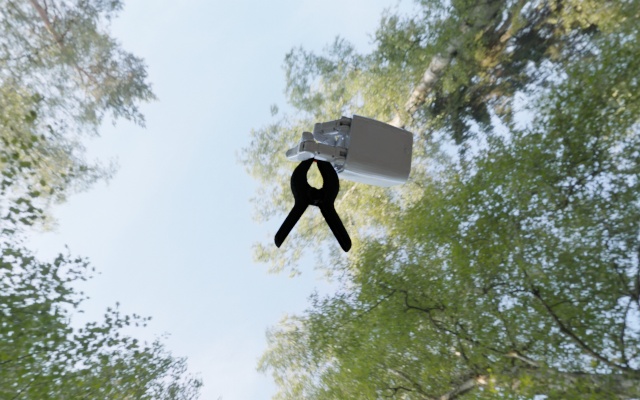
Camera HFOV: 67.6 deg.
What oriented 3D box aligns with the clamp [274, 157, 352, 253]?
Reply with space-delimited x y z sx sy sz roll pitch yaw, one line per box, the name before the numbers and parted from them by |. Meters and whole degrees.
clamp | 0.000 0.002 0.747 0.120 0.171 0.039 15 -16 -17
